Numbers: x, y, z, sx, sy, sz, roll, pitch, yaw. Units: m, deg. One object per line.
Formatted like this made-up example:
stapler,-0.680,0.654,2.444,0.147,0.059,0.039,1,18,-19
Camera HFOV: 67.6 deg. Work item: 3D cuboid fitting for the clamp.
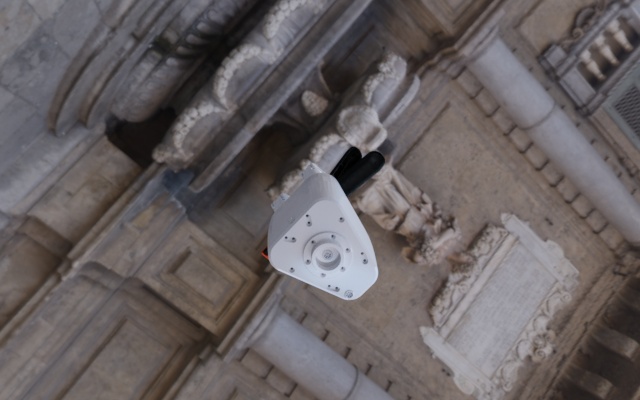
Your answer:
clamp,0.000,0.003,0.662,0.036,0.210,0.164,43,9,-9
